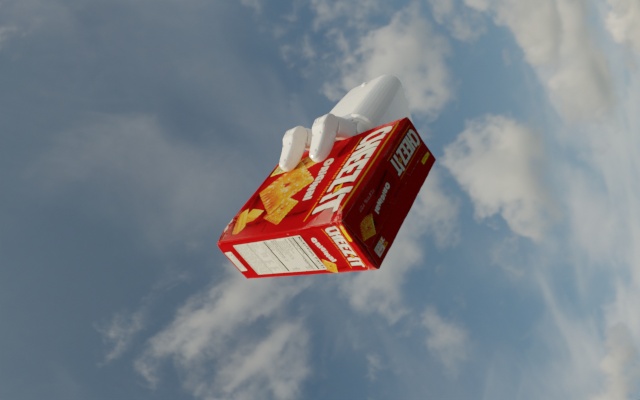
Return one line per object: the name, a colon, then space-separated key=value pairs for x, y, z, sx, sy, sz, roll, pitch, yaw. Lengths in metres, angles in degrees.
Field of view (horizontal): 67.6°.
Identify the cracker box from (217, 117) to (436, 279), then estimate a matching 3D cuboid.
cracker box: x=0.000 y=0.002 z=0.541 sx=0.214 sy=0.072 sz=0.164 roll=-13 pitch=34 yaw=46
